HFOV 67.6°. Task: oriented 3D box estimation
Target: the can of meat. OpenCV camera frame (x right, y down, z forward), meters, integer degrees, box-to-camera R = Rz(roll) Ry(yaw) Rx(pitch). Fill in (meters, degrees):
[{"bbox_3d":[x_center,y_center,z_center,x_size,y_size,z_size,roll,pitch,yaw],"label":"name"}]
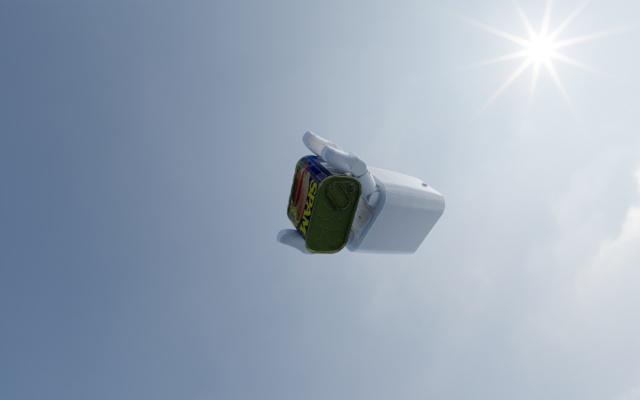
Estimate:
[{"bbox_3d":[0.000,0.002,0.598,0.057,0.102,0.084,4,23,-26],"label":"can of meat"}]
